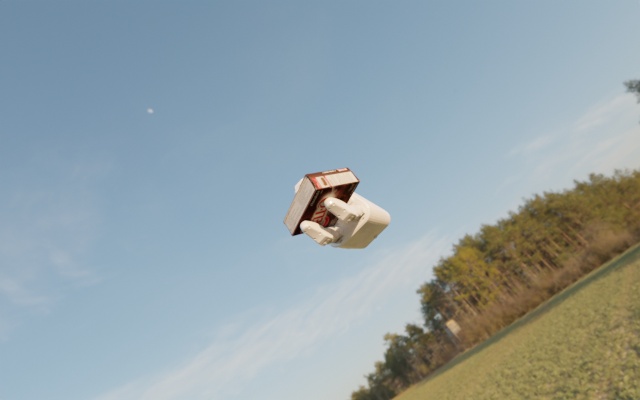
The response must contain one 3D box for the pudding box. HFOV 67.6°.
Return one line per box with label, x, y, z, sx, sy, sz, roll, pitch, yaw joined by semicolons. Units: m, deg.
pudding box;0.000;0.002;0.763;0.090;0.114;0.039;-13;52;-38
